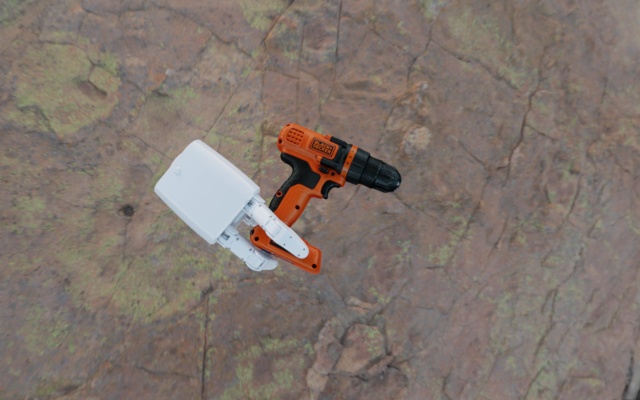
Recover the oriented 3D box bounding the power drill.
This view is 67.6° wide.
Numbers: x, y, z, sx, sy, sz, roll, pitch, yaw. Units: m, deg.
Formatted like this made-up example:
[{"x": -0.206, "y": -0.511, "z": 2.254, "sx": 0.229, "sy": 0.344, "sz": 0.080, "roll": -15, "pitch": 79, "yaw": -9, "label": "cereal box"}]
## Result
[{"x": 0.000, "y": 0.002, "z": 0.661, "sx": 0.184, "sy": 0.187, "sz": 0.057, "roll": 23, "pitch": -13, "yaw": 6, "label": "power drill"}]
